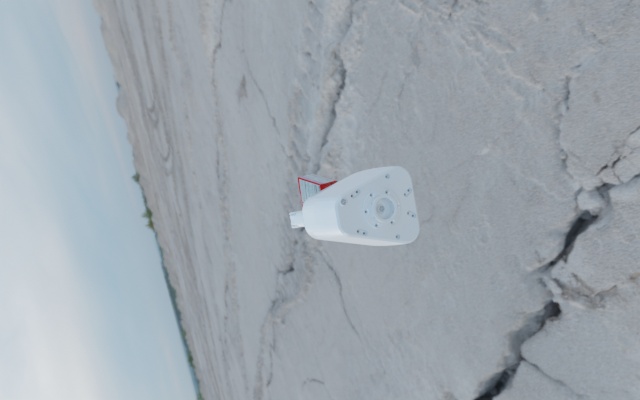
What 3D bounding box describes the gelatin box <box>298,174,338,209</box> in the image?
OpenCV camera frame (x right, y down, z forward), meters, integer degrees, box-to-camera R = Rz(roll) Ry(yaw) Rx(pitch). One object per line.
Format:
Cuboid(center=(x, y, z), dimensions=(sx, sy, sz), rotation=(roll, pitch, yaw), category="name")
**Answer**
Cuboid(center=(0.000, 0.002, 0.712), dimensions=(0.030, 0.073, 0.089), rotation=(-15, 15, -23), category="gelatin box")
